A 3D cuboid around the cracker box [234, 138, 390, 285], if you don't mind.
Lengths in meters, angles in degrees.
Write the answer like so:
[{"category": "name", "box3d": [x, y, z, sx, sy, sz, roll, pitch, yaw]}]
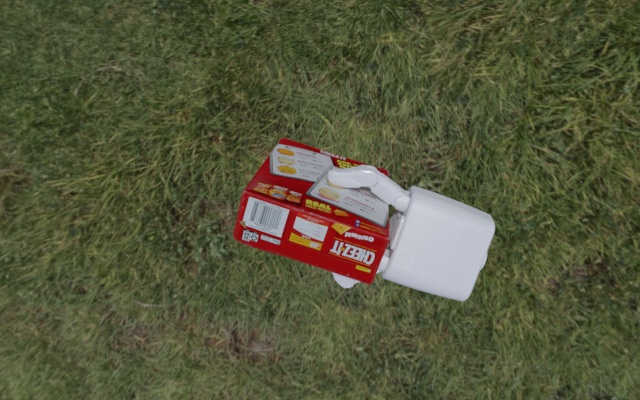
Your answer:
[{"category": "cracker box", "box3d": [0.000, 0.002, 0.604, 0.164, 0.072, 0.213, 18, 24, 0]}]
